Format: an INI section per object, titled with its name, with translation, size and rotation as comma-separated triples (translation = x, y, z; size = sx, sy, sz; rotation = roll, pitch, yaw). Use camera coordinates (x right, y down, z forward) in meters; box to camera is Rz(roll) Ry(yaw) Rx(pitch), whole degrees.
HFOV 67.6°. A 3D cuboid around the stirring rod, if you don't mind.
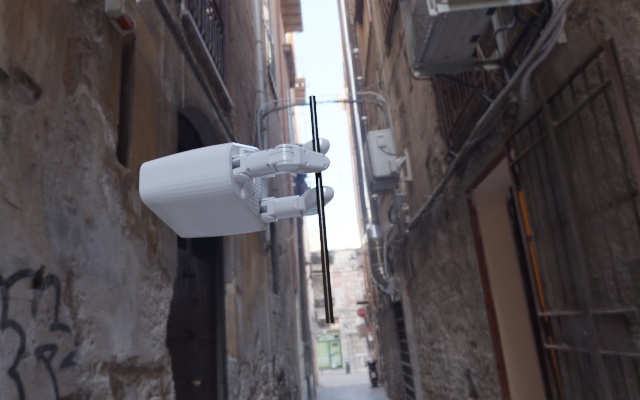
[stirring rod]
translation = 0.000, 0.002, 0.488
size = 0.011, 0.239, 0.011
rotation = -4, -16, -1
